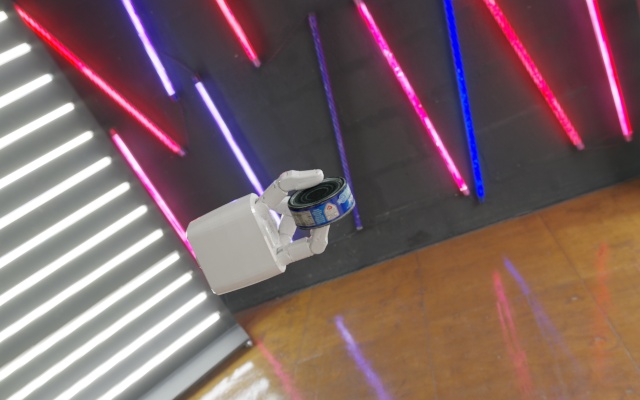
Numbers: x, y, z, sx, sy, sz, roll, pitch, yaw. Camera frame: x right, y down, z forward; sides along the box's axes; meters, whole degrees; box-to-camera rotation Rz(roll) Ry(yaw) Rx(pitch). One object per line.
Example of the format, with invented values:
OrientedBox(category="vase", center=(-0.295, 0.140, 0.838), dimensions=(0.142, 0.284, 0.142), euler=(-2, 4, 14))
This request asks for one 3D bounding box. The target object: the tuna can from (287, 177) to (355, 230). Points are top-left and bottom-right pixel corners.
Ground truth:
OrientedBox(category="tuna can", center=(0.000, 0.002, 0.632), dimensions=(0.086, 0.034, 0.086), euler=(-20, 21, 8))
